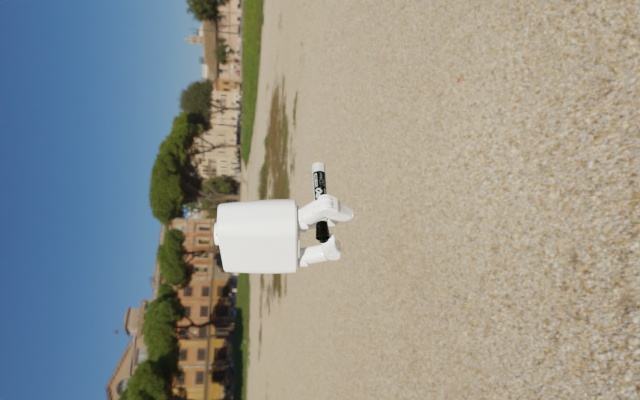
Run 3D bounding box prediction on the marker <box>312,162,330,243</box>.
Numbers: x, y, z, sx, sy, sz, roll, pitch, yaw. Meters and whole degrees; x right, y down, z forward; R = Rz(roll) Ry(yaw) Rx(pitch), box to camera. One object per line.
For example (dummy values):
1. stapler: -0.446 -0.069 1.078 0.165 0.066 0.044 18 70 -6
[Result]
1. marker: 0.000 0.002 0.655 0.020 0.121 0.020 -3 -29 -1
